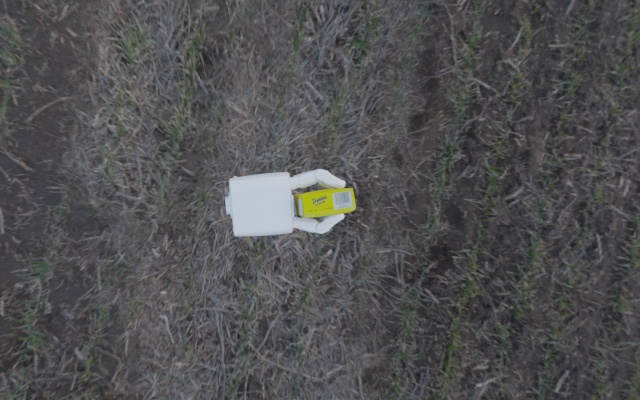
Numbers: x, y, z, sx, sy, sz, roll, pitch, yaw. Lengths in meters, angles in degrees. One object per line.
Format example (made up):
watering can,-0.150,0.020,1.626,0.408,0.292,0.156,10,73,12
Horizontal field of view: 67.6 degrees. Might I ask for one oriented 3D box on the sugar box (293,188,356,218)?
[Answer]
sugar box,0.000,0.002,0.894,0.093,0.048,0.176,-7,4,-10
